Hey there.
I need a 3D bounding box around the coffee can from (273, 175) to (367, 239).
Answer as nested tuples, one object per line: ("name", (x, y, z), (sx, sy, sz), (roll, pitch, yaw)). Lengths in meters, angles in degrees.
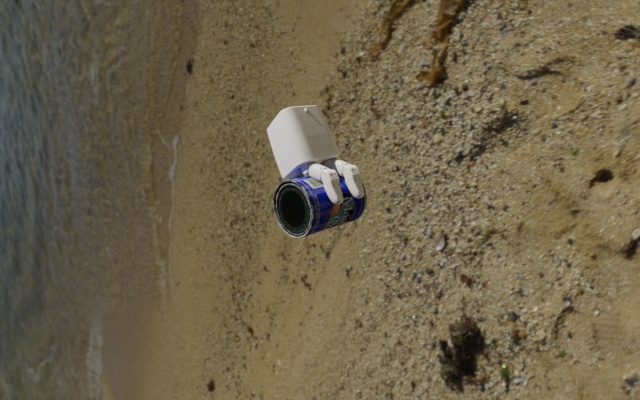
("coffee can", (0.000, 0.003, 0.863), (0.140, 0.103, 0.103), (-15, 10, -43))
